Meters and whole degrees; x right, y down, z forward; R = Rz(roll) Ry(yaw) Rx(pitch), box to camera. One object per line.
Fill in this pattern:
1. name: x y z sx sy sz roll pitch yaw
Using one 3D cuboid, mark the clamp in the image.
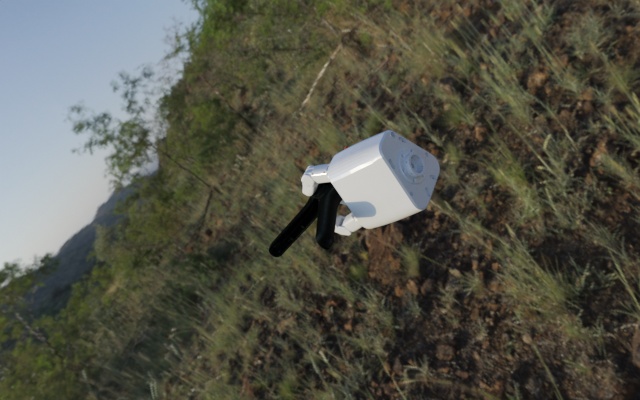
1. clamp: 0.000 0.001 0.747 0.036 0.210 0.164 41 -35 -20
